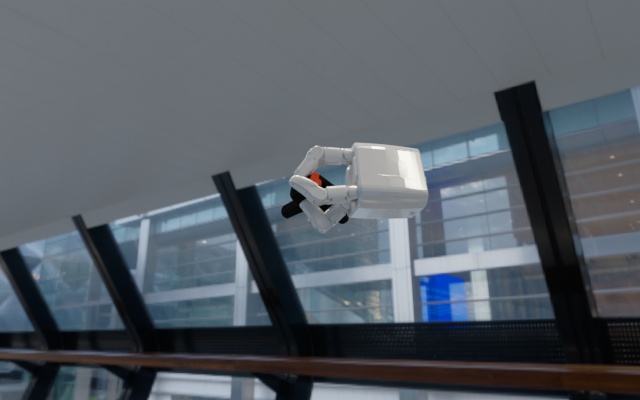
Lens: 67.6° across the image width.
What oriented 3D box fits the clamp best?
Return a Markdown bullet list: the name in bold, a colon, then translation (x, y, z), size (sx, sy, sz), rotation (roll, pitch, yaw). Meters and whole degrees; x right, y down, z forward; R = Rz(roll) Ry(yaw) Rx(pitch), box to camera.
- **clamp**: translation (0.000, 0.002, 0.792), size (0.120, 0.039, 0.171), rotation (3, -18, -8)
